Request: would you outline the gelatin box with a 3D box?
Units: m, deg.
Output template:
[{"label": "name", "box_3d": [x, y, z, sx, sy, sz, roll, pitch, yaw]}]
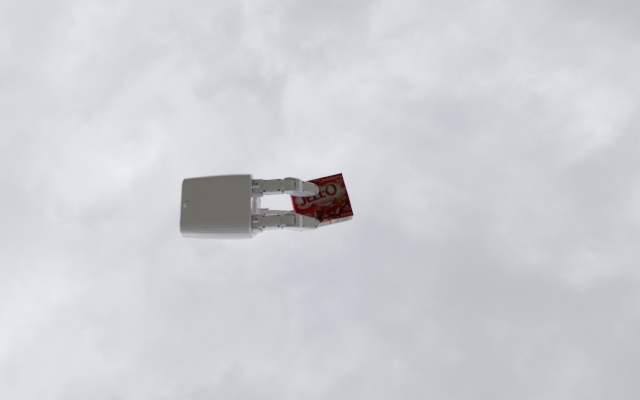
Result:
[{"label": "gelatin box", "box_3d": [0.000, 0.003, 0.748, 0.089, 0.073, 0.030, -12, -17, -7]}]
